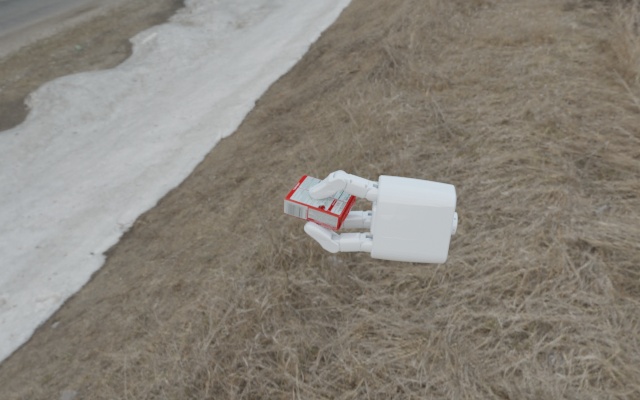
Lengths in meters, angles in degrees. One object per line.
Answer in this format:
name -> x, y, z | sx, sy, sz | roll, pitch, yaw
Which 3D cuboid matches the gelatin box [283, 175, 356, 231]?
gelatin box -> 0.000, 0.002, 0.701 | 0.089, 0.030, 0.073 | 18, 38, 13
